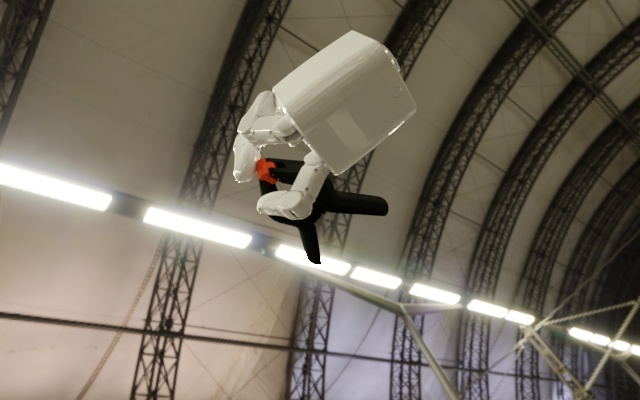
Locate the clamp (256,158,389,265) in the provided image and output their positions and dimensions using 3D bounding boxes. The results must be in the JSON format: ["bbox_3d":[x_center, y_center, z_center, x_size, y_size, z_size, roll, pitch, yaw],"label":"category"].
[{"bbox_3d":[0.000,0.001,0.536,0.120,0.039,0.171,-37,-45,5],"label":"clamp"}]
